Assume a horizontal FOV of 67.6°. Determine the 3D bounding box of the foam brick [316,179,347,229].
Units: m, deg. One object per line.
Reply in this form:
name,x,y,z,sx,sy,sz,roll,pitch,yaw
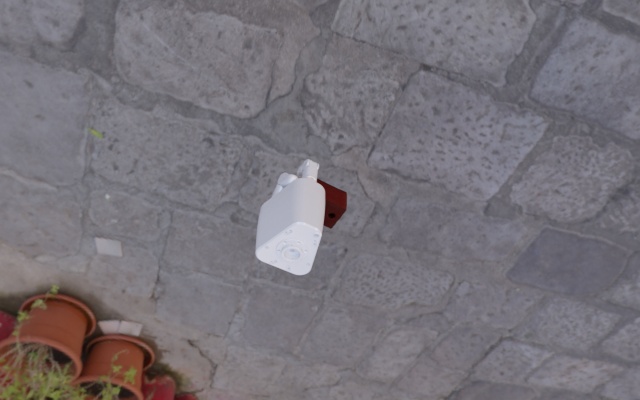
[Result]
foam brick,0.000,0.003,0.823,0.078,0.053,0.051,25,35,-18
